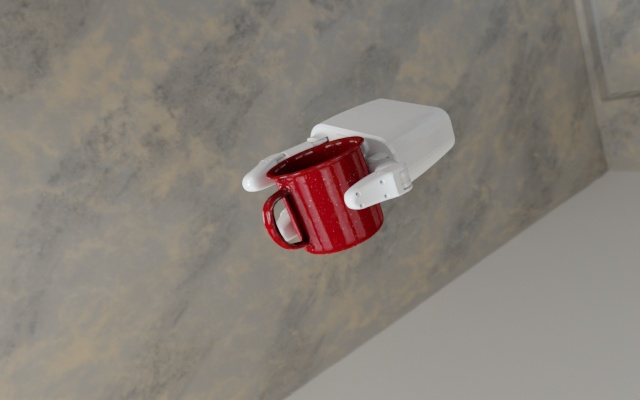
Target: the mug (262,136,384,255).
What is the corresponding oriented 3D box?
[{"bbox_3d":[-0.001,0.002,0.429,0.117,0.081,0.093,-33,19,-35],"label":"mug"}]
